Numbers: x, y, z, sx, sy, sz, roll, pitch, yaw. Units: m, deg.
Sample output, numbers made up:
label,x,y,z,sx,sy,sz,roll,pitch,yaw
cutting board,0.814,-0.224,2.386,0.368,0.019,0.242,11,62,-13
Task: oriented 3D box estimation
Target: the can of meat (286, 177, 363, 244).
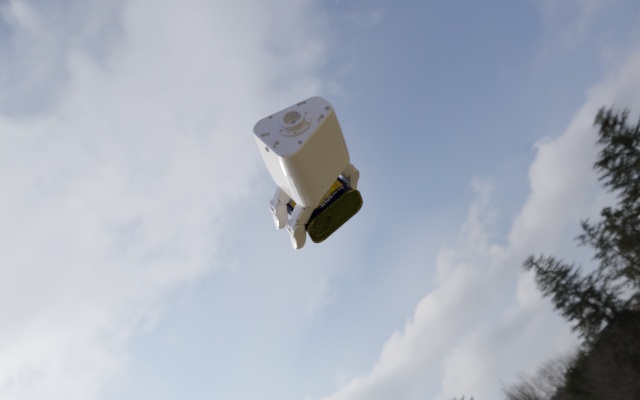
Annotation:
label,x,y,z,sx,sy,sz,roll,pitch,yaw
can of meat,0.000,0.002,0.746,0.084,0.102,0.057,43,-12,36
